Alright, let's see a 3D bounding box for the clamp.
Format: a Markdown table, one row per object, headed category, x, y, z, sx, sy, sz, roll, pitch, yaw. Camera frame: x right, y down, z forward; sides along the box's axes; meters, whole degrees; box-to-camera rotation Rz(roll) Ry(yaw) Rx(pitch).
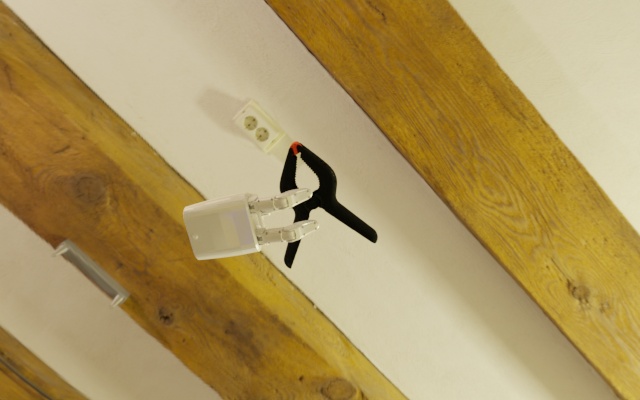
| category | x | y | z | sx | sy | sz | roll | pitch | yaw |
| --- | --- | --- | --- | --- | --- | --- | --- | --- | --- |
| clamp | 0.000 | 0.002 | 0.789 | 0.164 | 0.210 | 0.036 | -11 | 15 | 3 |
